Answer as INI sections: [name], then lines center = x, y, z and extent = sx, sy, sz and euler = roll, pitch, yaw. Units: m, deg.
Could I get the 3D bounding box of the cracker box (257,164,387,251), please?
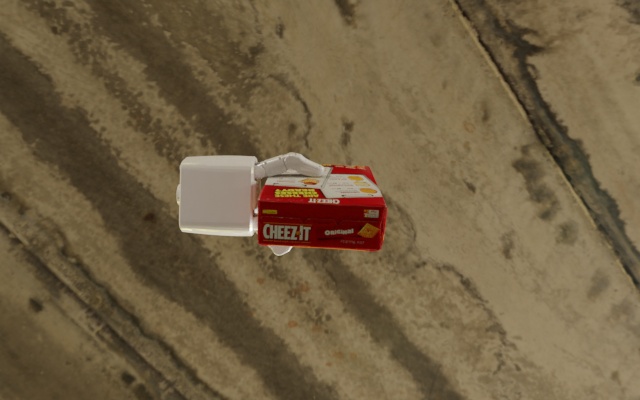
[cracker box]
center = 0.000, 0.002, 0.703
extent = 0.164, 0.072, 0.213
euler = 2, 18, -1
